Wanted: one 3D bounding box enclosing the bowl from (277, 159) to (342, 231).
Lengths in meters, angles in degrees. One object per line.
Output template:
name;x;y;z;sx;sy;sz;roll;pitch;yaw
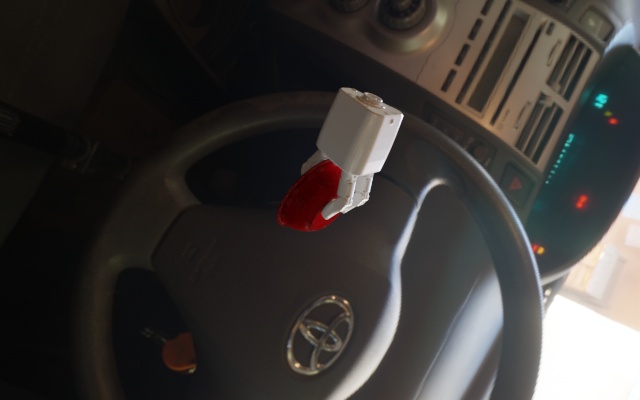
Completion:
bowl;0.000;0.004;0.857;0.055;0.162;0.162;44;19;21
